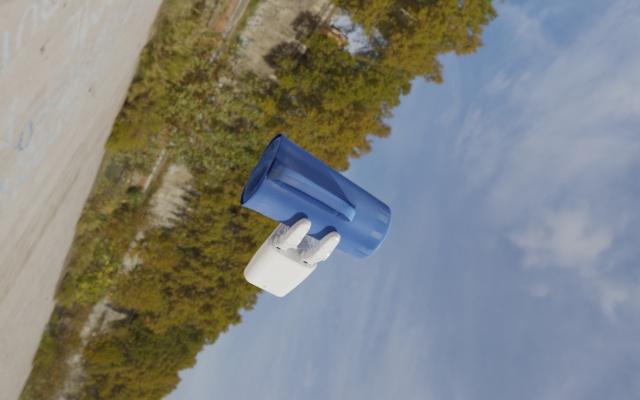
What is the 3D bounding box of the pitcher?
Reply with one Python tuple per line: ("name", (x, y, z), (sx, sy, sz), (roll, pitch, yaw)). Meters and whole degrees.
("pitcher", (0.000, 0.003, 0.799), (0.243, 0.149, 0.145), (29, -53, -17))
